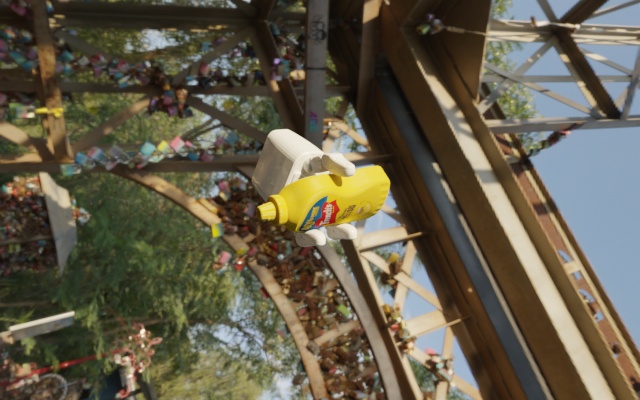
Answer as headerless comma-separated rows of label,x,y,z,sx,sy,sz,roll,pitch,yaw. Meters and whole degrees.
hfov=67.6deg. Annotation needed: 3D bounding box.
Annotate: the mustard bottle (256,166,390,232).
mustard bottle,0.000,0.002,0.669,0.191,0.058,0.096,-10,-32,-31
